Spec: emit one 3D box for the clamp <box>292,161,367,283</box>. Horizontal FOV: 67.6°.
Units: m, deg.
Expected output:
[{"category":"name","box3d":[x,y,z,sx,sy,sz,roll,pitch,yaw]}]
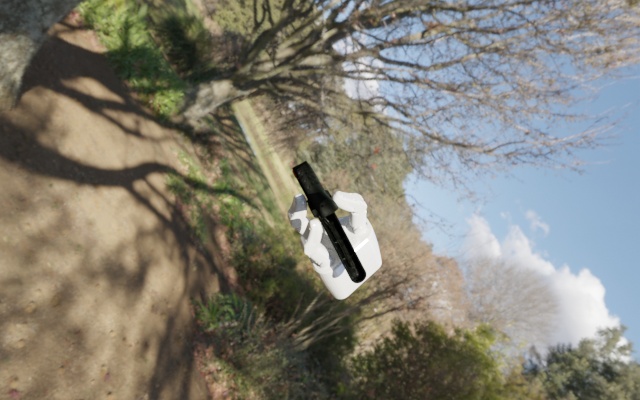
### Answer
[{"category":"clamp","box3d":[0.001,0.002,0.690,0.036,0.209,0.165,-26,-39,-3]}]
